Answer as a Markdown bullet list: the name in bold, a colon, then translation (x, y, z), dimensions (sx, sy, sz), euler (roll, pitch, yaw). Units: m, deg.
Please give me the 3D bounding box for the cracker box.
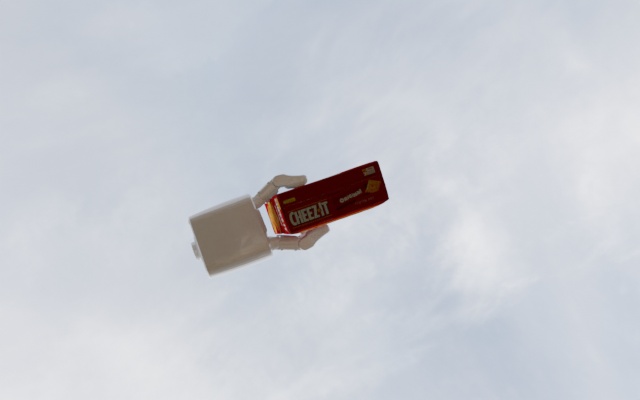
- **cracker box**: translation (0.000, 0.002, 0.798), dimensions (0.164, 0.072, 0.214), euler (-20, 1, -12)
